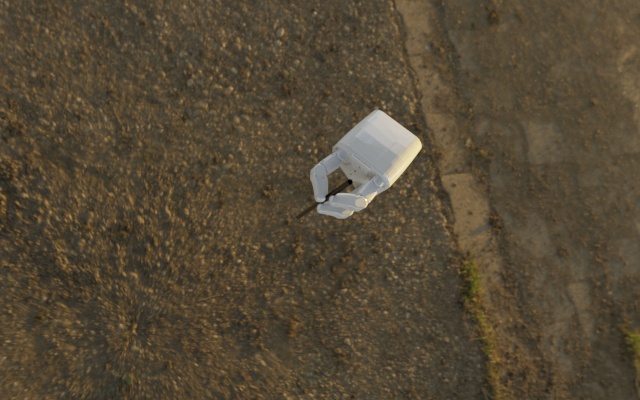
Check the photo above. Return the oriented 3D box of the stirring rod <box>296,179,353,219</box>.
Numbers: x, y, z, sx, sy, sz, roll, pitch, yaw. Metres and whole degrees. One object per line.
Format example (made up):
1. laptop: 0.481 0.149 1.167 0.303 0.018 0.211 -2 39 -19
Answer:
1. stirring rod: 0.000 0.003 0.789 0.011 0.011 0.239 0 -14 -21
